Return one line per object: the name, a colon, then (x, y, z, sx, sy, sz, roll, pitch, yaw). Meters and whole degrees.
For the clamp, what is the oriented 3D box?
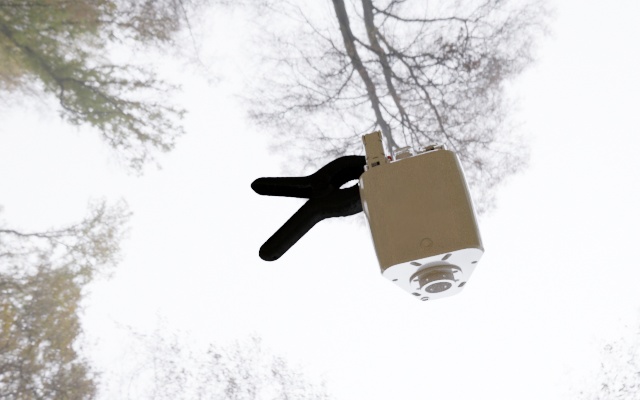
clamp: (0.000, 0.002, 0.518, 0.171, 0.120, 0.039, -17, -38, 14)
